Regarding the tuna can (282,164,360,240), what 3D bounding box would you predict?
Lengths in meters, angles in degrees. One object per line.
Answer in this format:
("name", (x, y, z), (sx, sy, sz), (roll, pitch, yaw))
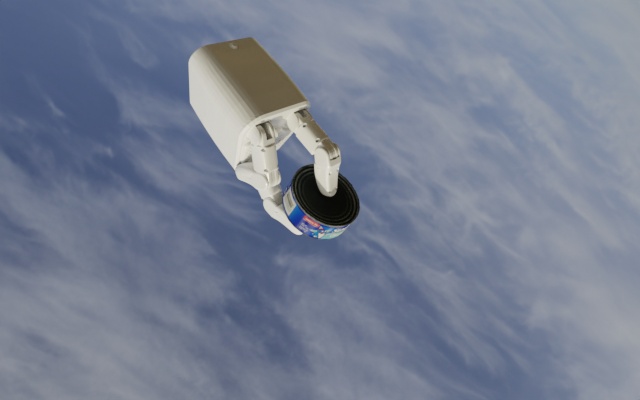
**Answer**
("tuna can", (0.000, 0.002, 0.549), (0.086, 0.086, 0.034), (0, -34, -32))
